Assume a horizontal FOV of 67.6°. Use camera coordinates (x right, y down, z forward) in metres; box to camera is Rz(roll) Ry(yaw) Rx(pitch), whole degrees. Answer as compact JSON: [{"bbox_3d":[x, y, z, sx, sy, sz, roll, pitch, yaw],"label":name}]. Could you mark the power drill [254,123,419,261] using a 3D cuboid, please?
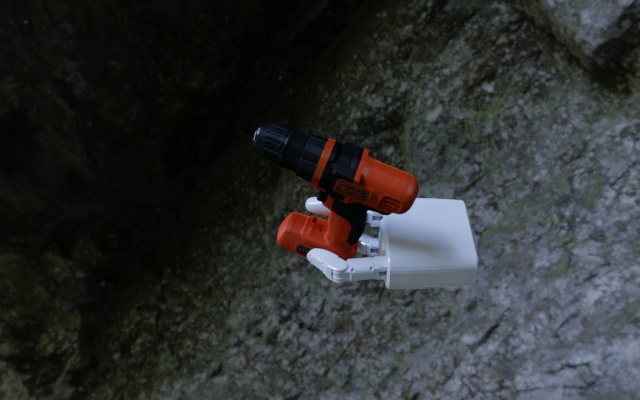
[{"bbox_3d":[0.000,0.002,0.565,0.184,0.057,0.188,23,-35,0],"label":"power drill"}]
